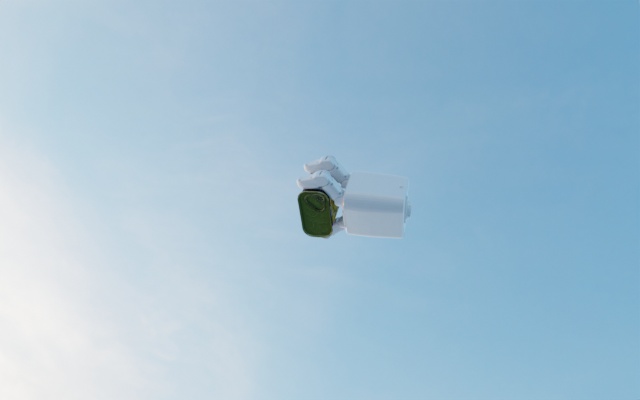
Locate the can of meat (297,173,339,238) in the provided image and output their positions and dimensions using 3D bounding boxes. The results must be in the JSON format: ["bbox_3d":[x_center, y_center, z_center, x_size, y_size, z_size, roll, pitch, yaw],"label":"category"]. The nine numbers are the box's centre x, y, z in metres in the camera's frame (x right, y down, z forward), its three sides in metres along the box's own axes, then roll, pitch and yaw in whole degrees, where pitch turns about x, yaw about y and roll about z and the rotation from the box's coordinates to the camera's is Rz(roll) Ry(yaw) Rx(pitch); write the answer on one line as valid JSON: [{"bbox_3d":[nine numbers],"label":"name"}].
[{"bbox_3d":[0.000,0.003,0.882,0.057,0.102,0.084,3,36,15],"label":"can of meat"}]
